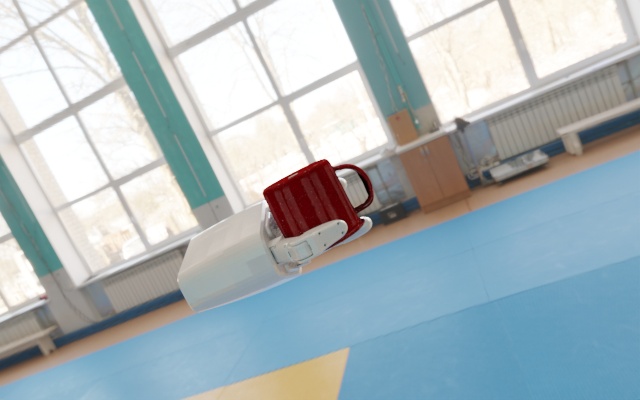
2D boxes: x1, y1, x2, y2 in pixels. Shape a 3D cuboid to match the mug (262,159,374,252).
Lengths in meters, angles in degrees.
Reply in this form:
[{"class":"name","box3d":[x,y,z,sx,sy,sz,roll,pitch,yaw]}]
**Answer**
[{"class":"mug","box3d":[0.001,0.001,0.518,0.117,0.081,0.093,-26,8,7]}]
